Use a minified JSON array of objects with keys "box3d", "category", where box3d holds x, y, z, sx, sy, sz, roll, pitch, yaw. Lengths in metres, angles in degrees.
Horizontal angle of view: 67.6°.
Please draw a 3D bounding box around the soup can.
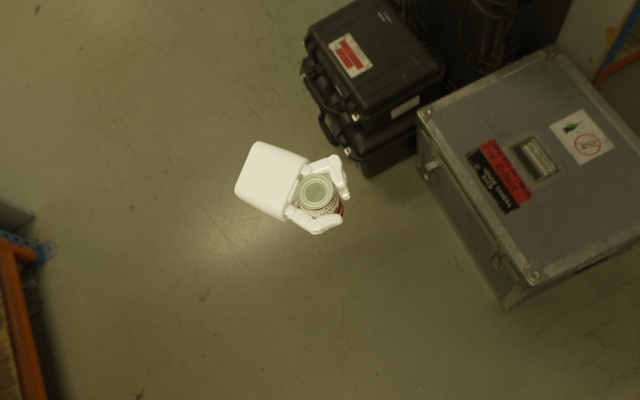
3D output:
[{"box3d":[0.000,0.003,0.840,0.068,0.068,0.102,0,-21,12],"category":"soup can"}]
